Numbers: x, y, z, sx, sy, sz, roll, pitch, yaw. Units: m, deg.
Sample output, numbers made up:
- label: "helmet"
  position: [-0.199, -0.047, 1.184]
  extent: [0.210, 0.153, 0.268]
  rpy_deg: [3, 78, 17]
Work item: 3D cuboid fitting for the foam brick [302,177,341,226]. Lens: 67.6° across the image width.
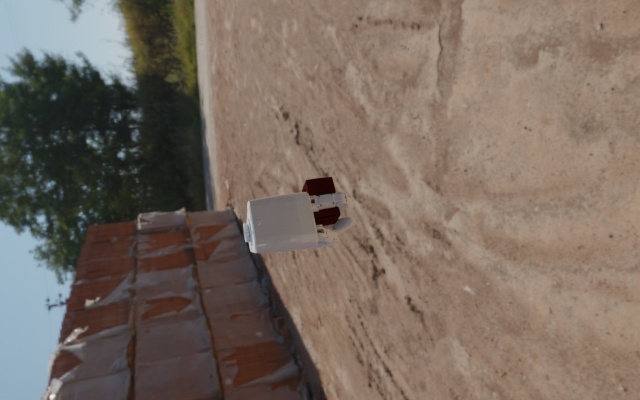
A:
- label: "foam brick"
  position: [0.000, 0.003, 0.872]
  extent: [0.051, 0.078, 0.053]
  rpy_deg: [-7, -20, -14]
